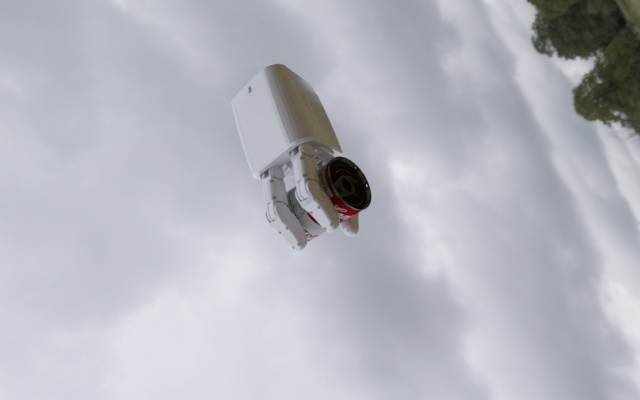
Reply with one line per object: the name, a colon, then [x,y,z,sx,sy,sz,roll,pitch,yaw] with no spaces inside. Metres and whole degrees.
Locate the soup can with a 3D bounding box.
soup can: [0.000,0.002,0.565,0.102,0.068,0.068,-33,-21,37]
